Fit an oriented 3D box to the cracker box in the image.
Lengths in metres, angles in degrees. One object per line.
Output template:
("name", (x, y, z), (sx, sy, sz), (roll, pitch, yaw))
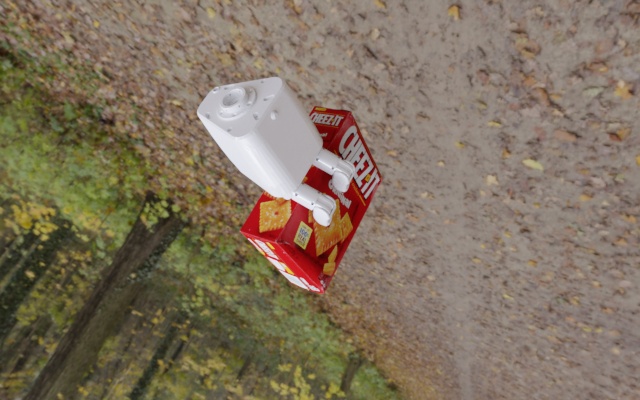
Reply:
("cracker box", (0.000, 0.002, 0.678), (0.072, 0.213, 0.164), (15, -26, 33))
